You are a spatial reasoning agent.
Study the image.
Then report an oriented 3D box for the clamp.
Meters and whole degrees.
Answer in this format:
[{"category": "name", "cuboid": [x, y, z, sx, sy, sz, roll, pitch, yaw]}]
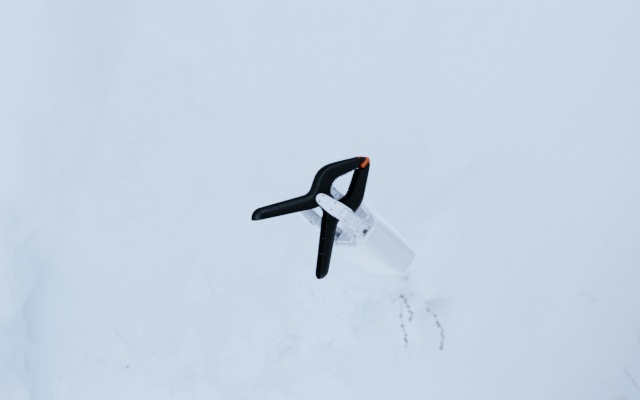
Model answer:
[{"category": "clamp", "cuboid": [0.001, 0.002, 0.771, 0.164, 0.210, 0.036, 37, -7, -24]}]
